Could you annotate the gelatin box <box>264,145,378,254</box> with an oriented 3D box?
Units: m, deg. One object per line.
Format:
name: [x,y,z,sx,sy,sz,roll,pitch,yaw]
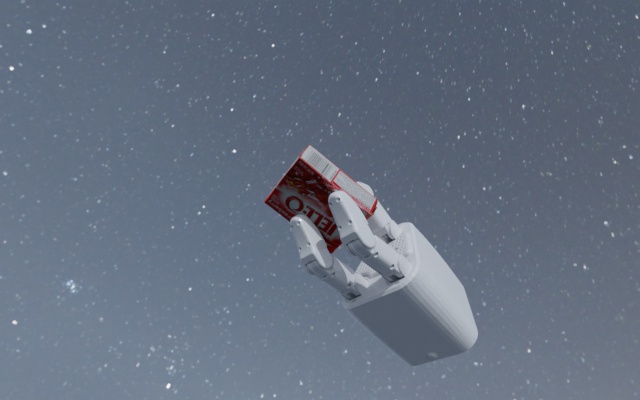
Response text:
gelatin box: [0.000,0.001,0.470,0.073,0.089,0.030,-48,6,39]
